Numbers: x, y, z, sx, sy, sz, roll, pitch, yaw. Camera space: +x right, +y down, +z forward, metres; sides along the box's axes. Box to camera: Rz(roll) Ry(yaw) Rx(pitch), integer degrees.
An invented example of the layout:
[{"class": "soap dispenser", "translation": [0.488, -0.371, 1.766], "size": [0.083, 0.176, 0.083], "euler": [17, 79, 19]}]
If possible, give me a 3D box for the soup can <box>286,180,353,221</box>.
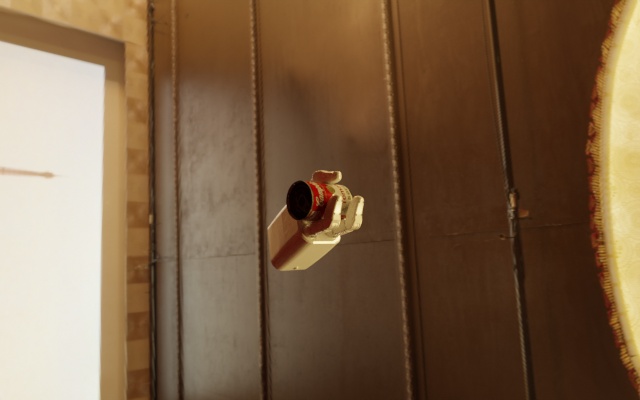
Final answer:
[{"class": "soup can", "translation": [0.001, 0.002, 0.839], "size": [0.102, 0.068, 0.068], "euler": [4, -3, -43]}]
